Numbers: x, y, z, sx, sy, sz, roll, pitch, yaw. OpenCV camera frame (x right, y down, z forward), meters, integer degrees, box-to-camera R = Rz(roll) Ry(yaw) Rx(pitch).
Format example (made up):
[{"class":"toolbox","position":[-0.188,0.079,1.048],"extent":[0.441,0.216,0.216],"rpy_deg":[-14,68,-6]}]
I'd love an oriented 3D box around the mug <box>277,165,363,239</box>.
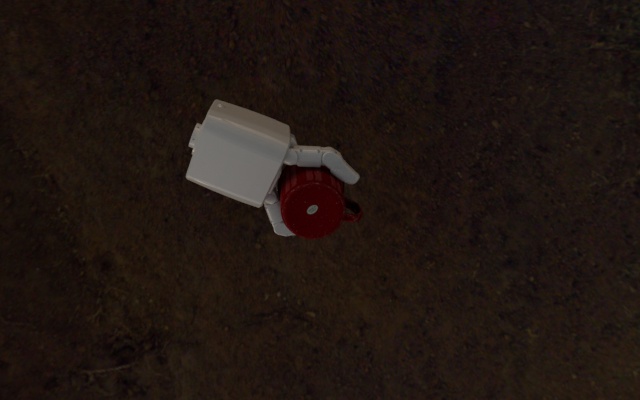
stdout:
[{"class":"mug","position":[0.001,0.003,0.625],"extent":[0.117,0.093,0.081],"rpy_deg":[21,22,-12]}]
